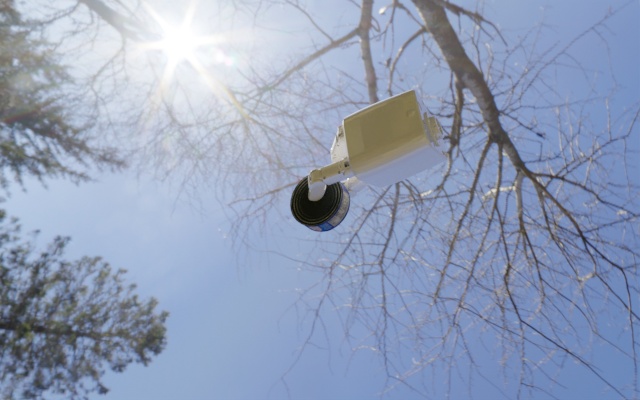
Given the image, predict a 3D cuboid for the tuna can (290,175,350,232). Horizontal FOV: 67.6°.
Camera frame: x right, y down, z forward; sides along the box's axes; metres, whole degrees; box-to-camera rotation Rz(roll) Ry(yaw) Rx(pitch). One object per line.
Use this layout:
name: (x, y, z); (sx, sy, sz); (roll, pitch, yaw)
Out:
tuna can: (0.000, 0.003, 0.706); (0.086, 0.086, 0.034); (0, -21, 31)
